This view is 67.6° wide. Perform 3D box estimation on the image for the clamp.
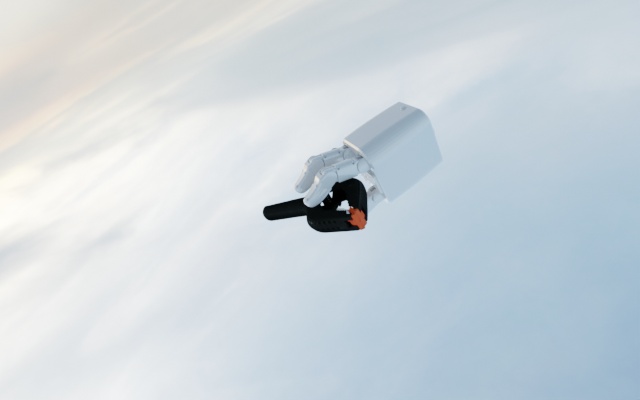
[{"bbox_3d":[0.001,0.003,0.692,0.164,0.036,0.210,-39,28,-2],"label":"clamp"}]
